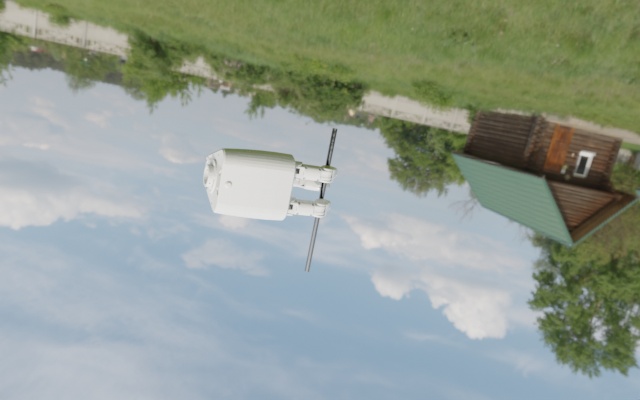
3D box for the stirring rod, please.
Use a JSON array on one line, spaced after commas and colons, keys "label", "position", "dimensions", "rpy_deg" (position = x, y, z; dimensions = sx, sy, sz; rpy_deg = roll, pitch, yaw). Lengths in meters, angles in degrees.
[{"label": "stirring rod", "position": [0.000, 0.002, 0.774], "dimensions": [0.011, 0.239, 0.011], "rpy_deg": [11, 12, -2]}]
